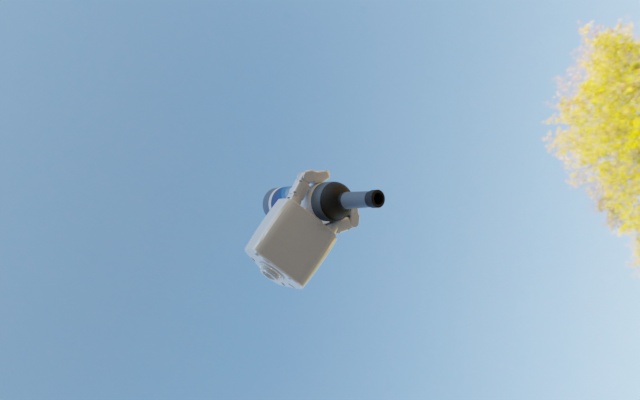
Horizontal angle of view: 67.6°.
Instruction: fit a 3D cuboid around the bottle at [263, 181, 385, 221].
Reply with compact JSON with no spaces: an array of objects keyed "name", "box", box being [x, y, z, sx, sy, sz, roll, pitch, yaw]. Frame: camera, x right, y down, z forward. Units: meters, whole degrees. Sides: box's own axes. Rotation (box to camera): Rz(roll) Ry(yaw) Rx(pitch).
[{"name":"bottle","box":[0.000,0.003,0.825,0.069,0.069,0.296,0,-2,-36]}]
